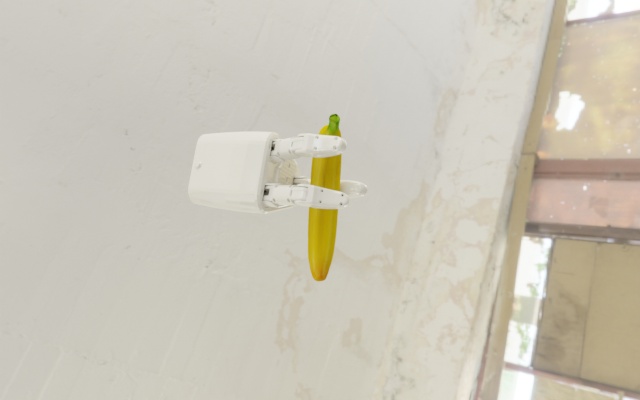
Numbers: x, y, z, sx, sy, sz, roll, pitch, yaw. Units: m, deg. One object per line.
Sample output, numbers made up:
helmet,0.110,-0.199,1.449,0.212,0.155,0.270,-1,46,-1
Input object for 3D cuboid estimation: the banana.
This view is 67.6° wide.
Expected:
banana,0.003,-0.005,0.579,0.037,0.198,0.069,5,10,8
